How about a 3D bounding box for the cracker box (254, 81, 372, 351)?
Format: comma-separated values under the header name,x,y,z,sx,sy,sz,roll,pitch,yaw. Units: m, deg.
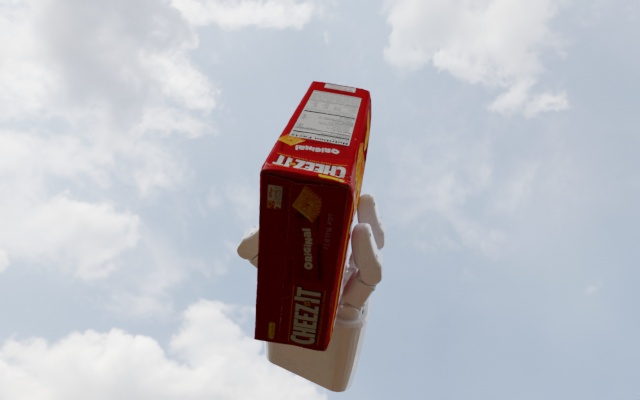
name,x,y,z,sx,sy,sz,roll,pitch,yaw
cracker box,0.000,0.001,0.446,0.072,0.164,0.213,9,31,5
